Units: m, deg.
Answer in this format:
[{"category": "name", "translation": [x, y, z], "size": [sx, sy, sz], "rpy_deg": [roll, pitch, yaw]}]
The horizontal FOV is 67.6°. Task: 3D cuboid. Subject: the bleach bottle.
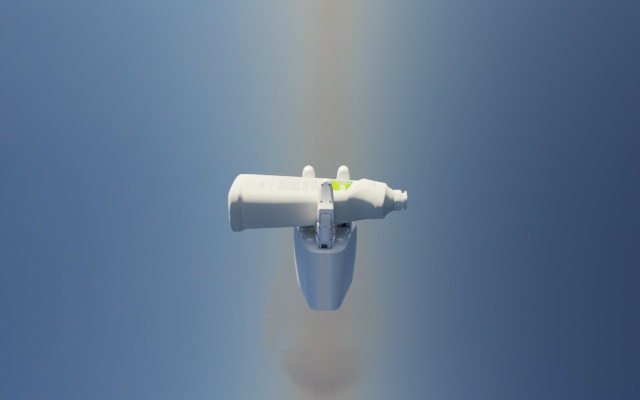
[{"category": "bleach bottle", "translation": [0.000, 0.002, 0.697], "size": [0.251, 0.068, 0.102], "rpy_deg": [1, 23, 1]}]
